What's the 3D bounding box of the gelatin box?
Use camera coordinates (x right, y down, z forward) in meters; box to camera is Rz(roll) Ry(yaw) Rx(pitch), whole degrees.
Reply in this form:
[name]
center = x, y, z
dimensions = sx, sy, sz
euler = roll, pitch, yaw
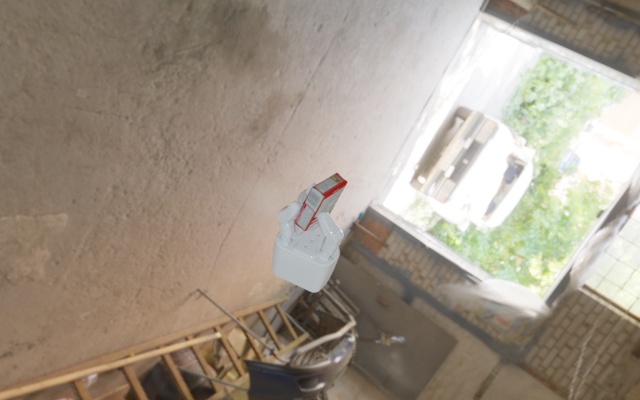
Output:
[gelatin box]
center = 0.001, 0.003, 0.806
dimensions = 0.030, 0.089, 0.073
euler = 41, 40, 15
